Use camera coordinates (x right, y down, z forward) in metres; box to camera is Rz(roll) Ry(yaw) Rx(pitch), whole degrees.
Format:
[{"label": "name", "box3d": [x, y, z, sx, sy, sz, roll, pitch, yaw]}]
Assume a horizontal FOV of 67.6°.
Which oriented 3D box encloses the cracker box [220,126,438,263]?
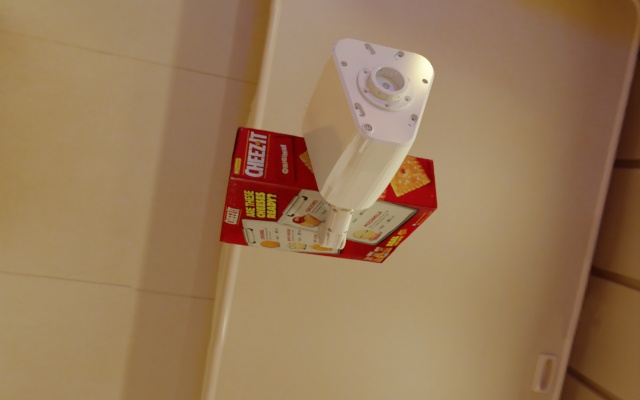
[{"label": "cracker box", "box3d": [0.000, 0.002, 0.550, 0.214, 0.072, 0.164, 9, -29, -11]}]
